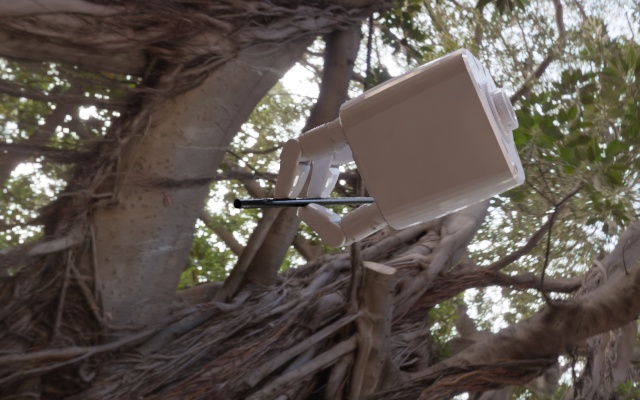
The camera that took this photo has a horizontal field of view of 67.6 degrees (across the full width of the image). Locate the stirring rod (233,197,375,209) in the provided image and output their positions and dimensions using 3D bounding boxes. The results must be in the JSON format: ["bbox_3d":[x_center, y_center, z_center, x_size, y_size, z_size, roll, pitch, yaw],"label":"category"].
[{"bbox_3d":[0.000,0.002,0.465,0.011,0.011,0.239,0,1,32],"label":"stirring rod"}]
